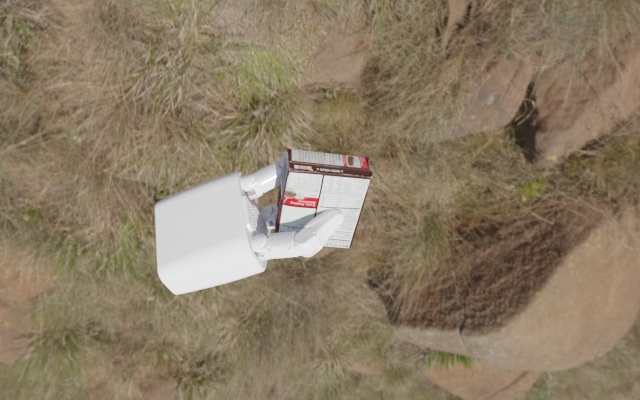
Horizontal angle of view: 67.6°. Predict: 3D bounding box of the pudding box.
[{"bbox_3d":[0.000,0.002,0.520,0.090,0.114,0.039,5,43,-10],"label":"pudding box"}]
